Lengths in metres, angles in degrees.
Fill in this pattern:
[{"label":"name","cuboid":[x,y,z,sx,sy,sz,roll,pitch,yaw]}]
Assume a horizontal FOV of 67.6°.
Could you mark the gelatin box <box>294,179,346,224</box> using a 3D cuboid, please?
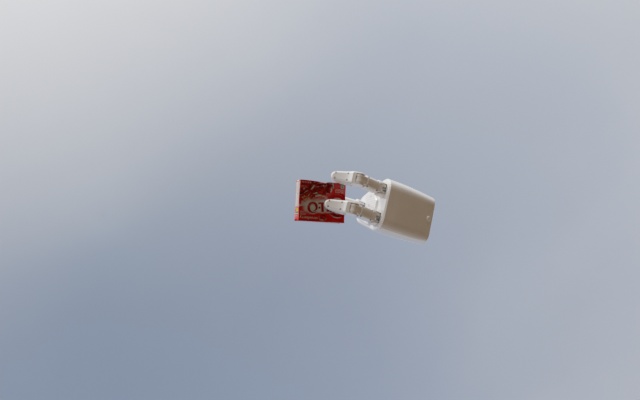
[{"label":"gelatin box","cuboid":[0.000,0.003,0.851,0.089,0.073,0.030,5,-5,-19]}]
